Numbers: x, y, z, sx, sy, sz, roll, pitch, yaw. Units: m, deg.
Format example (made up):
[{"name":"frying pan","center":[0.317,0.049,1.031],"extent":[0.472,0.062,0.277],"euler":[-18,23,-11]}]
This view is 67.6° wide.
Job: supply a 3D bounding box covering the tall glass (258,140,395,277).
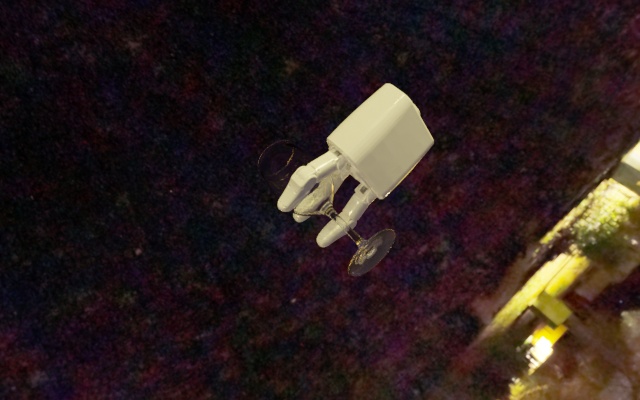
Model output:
[{"name":"tall glass","center":[0.000,0.003,0.614],"extent":[0.201,0.079,0.079],"euler":[44,25,29]}]
